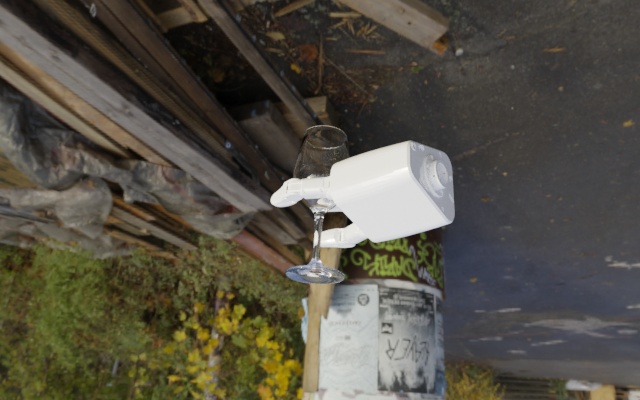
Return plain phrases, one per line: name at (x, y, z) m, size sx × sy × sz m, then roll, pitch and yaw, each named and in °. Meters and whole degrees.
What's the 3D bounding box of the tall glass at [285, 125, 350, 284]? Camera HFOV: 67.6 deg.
tall glass at (0.000, 0.003, 0.625) m, size 0.079 × 0.201 × 0.079 m, roll 3°, pitch -25°, yaw 1°
